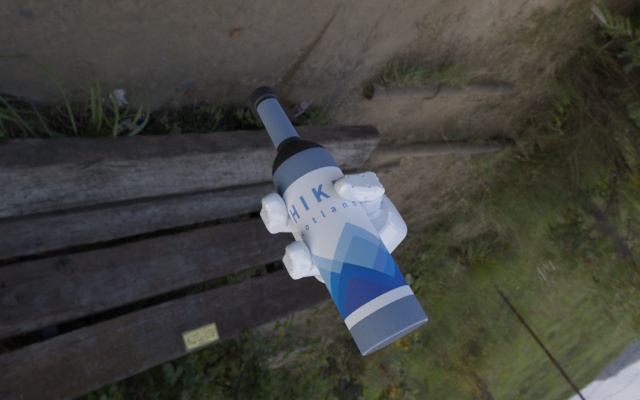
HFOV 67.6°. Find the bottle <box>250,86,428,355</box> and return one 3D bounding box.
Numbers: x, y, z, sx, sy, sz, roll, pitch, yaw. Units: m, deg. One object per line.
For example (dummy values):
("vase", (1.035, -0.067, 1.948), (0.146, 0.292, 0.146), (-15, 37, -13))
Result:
("bottle", (0.000, 0.002, 0.475), (0.069, 0.295, 0.069), (-25, -22, -11))
